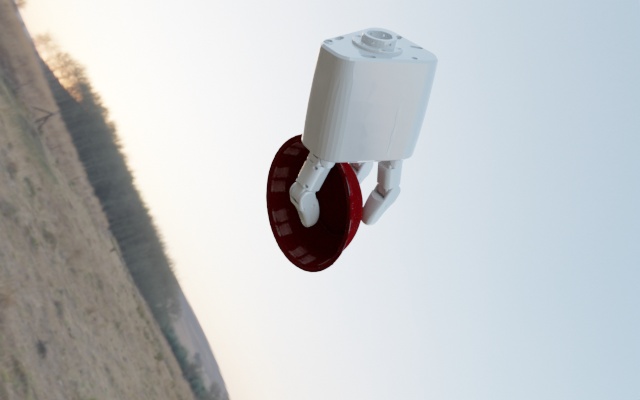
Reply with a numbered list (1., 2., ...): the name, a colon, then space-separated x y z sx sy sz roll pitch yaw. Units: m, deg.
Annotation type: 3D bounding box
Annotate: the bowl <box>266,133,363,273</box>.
1. bowl: 0.000 0.003 0.572 0.055 0.162 0.162 -6 3 -39
